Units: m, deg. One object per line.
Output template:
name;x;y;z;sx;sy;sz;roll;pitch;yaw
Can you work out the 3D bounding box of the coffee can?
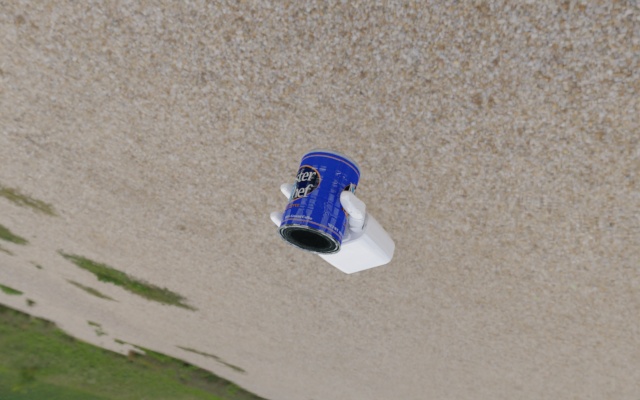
coffee can;0.000;0.002;0.767;0.103;0.140;0.103;14;-25;7
